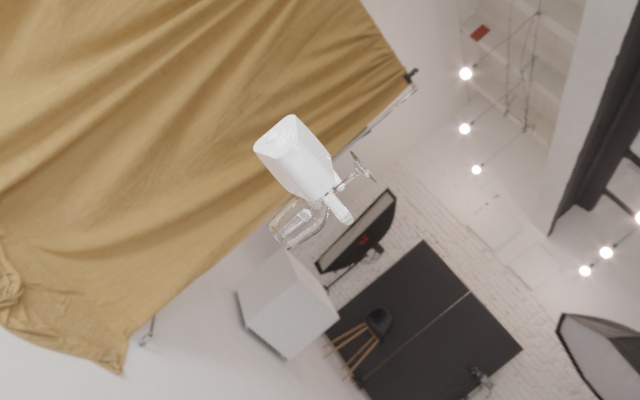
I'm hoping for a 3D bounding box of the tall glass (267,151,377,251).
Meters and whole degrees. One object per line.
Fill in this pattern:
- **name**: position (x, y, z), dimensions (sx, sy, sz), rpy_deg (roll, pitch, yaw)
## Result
- **tall glass**: position (0.001, 0.002, 0.852), dimensions (0.201, 0.079, 0.079), rpy_deg (-40, -2, 3)
